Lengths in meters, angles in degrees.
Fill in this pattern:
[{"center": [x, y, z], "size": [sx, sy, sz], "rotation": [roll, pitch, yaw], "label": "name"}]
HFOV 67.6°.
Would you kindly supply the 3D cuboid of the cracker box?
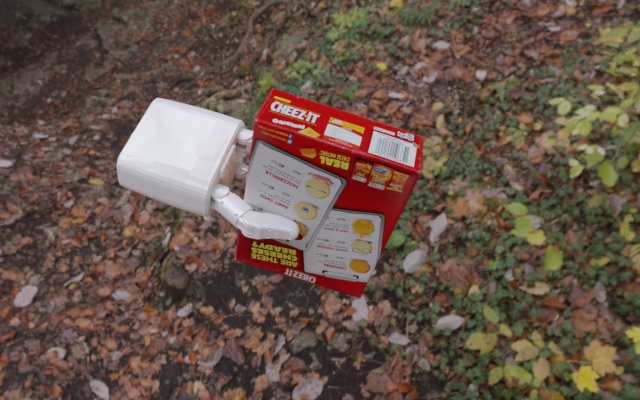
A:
[{"center": [0.000, 0.002, 0.531], "size": [0.164, 0.214, 0.072], "rotation": [17, 44, 1], "label": "cracker box"}]
